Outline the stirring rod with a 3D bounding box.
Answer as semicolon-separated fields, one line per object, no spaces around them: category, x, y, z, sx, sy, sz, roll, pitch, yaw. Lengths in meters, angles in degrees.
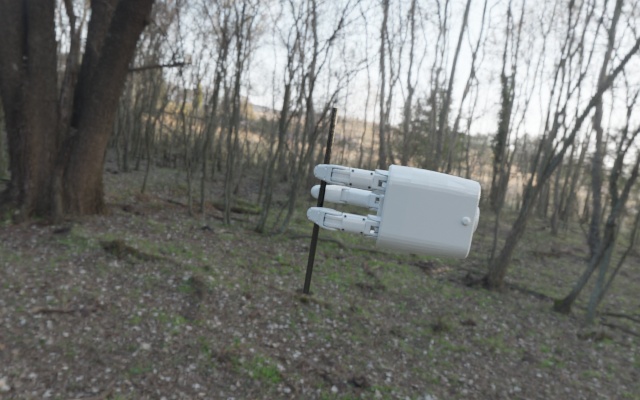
stirring rod;0.000;0.002;0.611;0.011;0.239;0.011;9;5;-1
